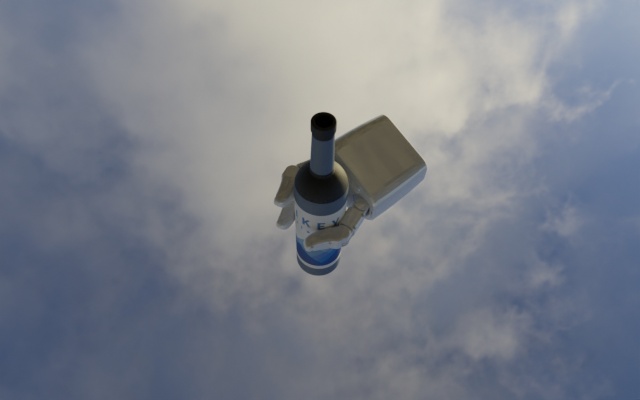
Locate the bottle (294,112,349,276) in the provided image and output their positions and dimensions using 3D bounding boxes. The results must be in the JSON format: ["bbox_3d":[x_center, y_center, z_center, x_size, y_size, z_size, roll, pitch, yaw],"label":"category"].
[{"bbox_3d":[0.000,0.002,0.610,0.069,0.069,0.296,0,-34,-2],"label":"bottle"}]
